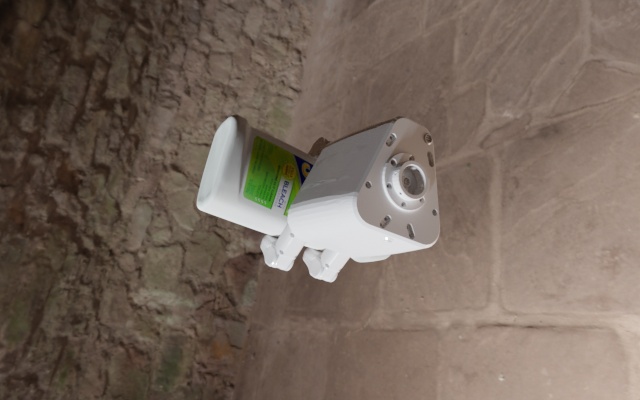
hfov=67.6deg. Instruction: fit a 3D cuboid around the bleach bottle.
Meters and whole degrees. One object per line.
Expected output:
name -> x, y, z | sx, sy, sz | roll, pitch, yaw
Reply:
bleach bottle -> 0.000, 0.002, 0.524 | 0.251, 0.102, 0.068 | 20, -19, -27
